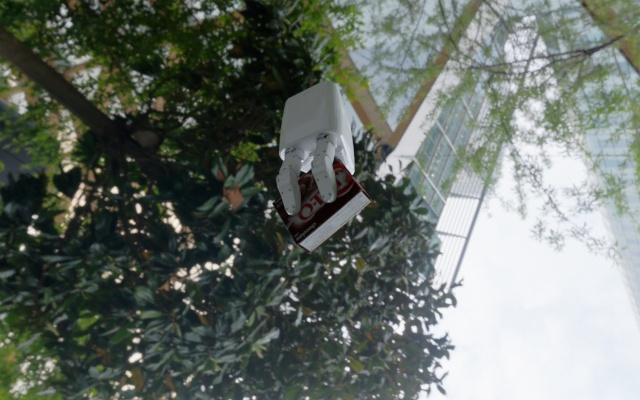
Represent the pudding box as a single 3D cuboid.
[{"bbox_3d":[0.000,0.002,0.643,0.039,0.113,0.090,39,11,-46],"label":"pudding box"}]
